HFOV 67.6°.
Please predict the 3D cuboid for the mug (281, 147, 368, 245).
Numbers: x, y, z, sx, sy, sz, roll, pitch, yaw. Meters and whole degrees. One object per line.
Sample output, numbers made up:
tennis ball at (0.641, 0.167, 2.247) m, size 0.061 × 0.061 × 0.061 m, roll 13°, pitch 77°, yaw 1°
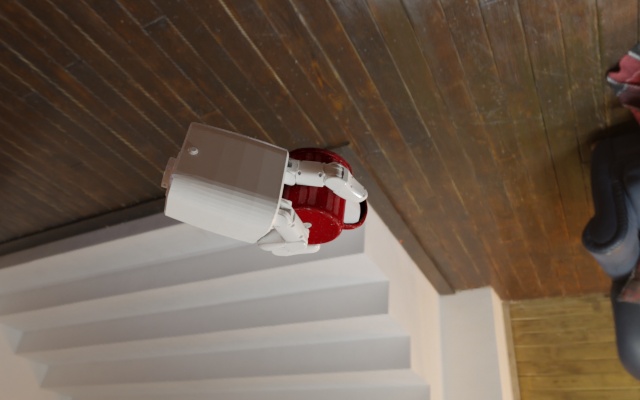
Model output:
mug at (0.001, 0.002, 0.563) m, size 0.117 × 0.081 × 0.093 m, roll 17°, pitch -36°, yaw -14°
